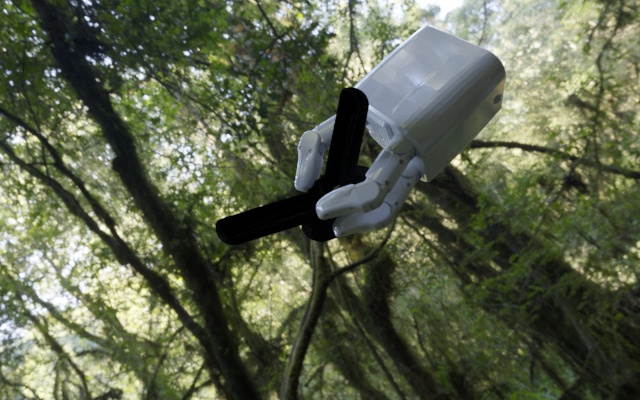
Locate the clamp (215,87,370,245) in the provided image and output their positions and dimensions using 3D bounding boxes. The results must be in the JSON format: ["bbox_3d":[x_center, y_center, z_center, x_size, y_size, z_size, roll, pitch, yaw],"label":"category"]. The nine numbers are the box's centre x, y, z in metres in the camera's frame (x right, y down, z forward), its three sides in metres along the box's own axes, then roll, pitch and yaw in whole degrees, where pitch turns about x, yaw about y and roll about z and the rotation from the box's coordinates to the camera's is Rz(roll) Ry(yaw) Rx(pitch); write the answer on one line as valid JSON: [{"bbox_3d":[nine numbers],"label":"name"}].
[{"bbox_3d":[0.000,0.001,0.461,0.036,0.164,0.210,48,-1,26],"label":"clamp"}]
